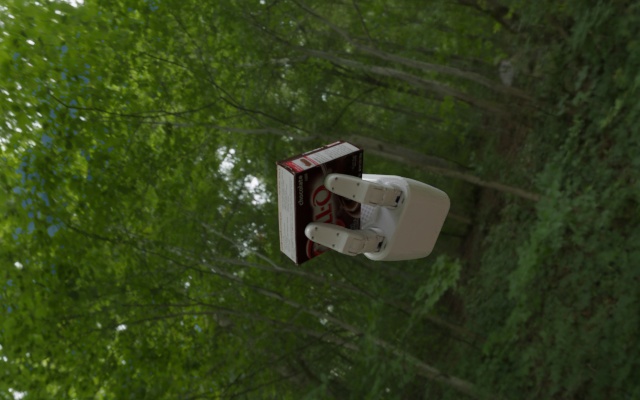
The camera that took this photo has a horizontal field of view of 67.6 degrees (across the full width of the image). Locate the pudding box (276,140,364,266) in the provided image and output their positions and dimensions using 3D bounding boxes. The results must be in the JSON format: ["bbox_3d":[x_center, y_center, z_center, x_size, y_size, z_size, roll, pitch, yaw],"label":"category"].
[{"bbox_3d":[0.000,0.002,0.507,0.090,0.114,0.039,-24,36,-33],"label":"pudding box"}]
